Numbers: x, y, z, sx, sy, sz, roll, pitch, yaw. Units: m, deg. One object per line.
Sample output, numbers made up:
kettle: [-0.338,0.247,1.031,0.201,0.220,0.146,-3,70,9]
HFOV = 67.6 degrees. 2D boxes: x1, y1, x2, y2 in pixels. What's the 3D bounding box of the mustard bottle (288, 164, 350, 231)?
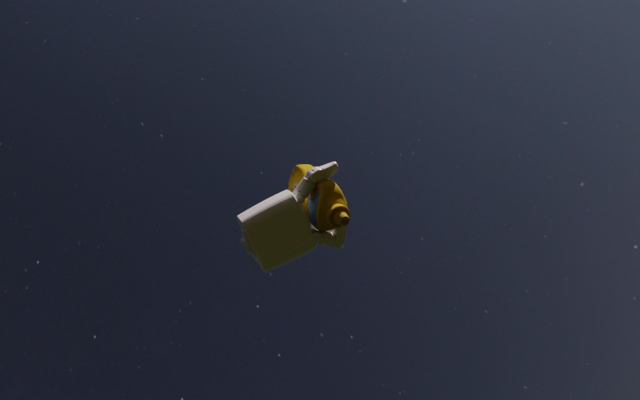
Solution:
mustard bottle: [0.000,0.003,0.885,0.058,0.096,0.191,-3,21,-26]
